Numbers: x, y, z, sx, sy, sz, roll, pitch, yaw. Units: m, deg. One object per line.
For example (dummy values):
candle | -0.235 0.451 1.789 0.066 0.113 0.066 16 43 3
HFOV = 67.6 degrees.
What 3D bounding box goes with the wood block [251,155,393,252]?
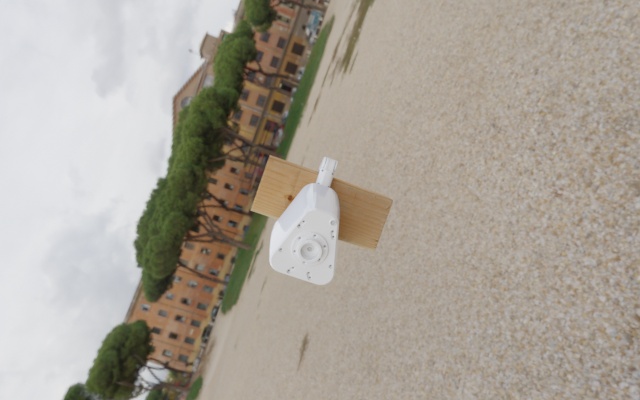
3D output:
wood block | 0.000 0.002 0.783 0.206 0.091 0.090 19 5 -7
